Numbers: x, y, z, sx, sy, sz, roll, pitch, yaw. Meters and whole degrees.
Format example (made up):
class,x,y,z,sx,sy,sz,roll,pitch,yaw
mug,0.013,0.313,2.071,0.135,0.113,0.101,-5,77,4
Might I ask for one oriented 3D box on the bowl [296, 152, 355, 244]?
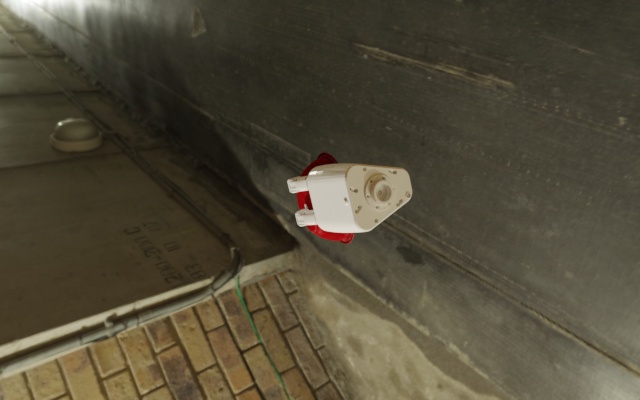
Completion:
class,x,y,z,sx,sy,sz,roll,pitch,yaw
bowl,-0.001,0.003,0.811,0.055,0.162,0.162,-15,5,-18
